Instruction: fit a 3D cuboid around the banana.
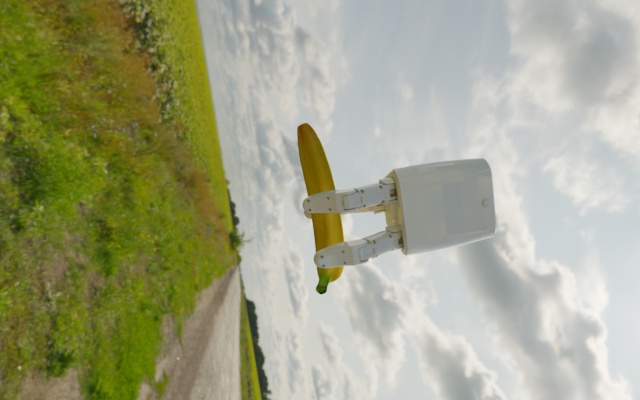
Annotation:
[{"bbox_3d":[0.003,0.009,0.561,0.037,0.197,0.070,-10,-13,6],"label":"banana"}]
